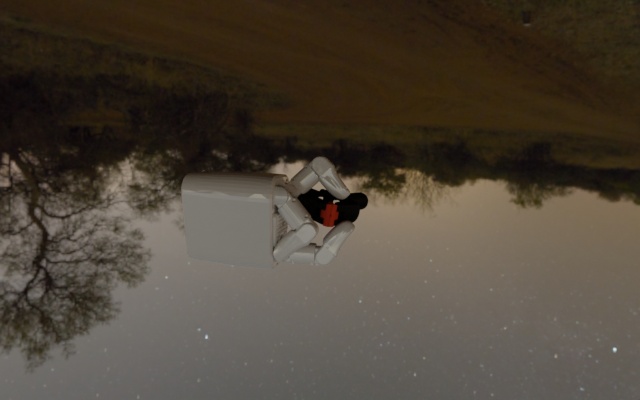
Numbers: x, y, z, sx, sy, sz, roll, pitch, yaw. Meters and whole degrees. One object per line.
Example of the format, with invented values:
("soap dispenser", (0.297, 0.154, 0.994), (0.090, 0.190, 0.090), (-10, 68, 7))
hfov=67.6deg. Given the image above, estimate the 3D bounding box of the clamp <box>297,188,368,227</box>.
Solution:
("clamp", (0.000, 0.003, 0.628), (0.120, 0.039, 0.171), (4, 6, 7))
